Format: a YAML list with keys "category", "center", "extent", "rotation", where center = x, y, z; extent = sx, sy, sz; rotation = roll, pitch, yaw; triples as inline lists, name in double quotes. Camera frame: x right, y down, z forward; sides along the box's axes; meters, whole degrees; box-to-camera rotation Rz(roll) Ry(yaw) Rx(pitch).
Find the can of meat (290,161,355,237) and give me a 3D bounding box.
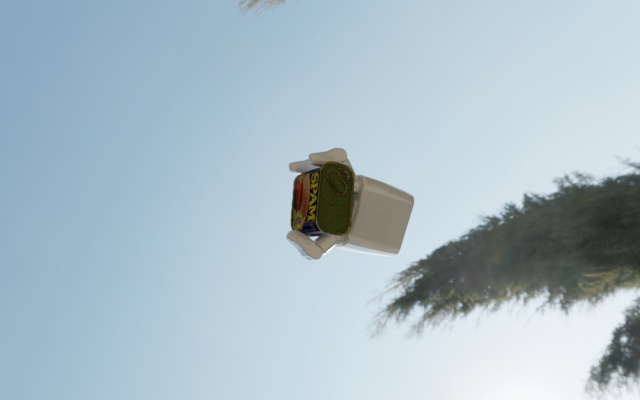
- category: "can of meat"
  center: [0.000, 0.002, 0.690]
  extent: [0.057, 0.102, 0.084]
  rotation: [12, -13, -30]
